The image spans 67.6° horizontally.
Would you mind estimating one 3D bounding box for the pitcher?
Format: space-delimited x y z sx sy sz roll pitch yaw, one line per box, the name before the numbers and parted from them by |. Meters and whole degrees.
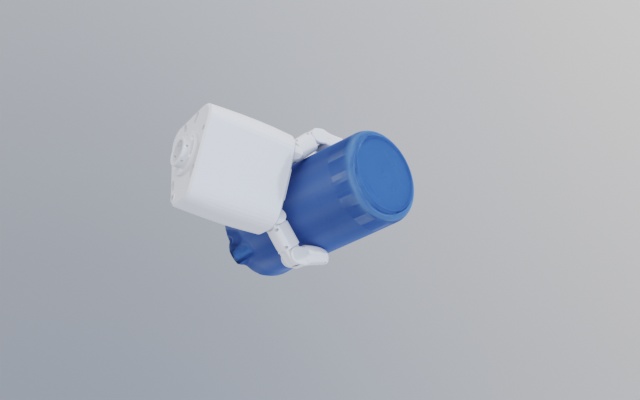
pitcher | 0.000 0.002 0.608 0.145 0.149 0.243 21 -31 -34
